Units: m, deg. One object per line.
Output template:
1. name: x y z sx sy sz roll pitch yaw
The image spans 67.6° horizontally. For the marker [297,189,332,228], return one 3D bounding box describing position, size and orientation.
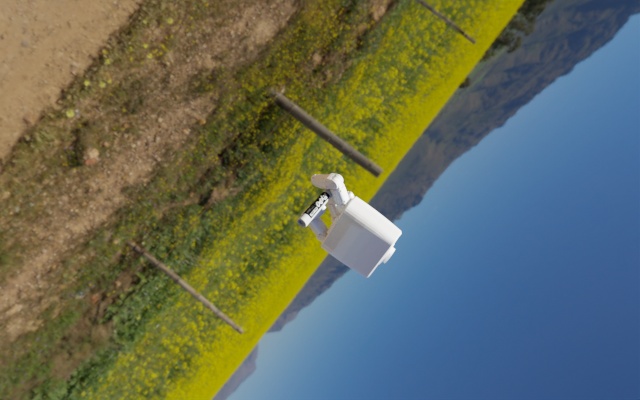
1. marker: 0.000 0.003 0.829 0.020 0.020 0.121 0 36 40
